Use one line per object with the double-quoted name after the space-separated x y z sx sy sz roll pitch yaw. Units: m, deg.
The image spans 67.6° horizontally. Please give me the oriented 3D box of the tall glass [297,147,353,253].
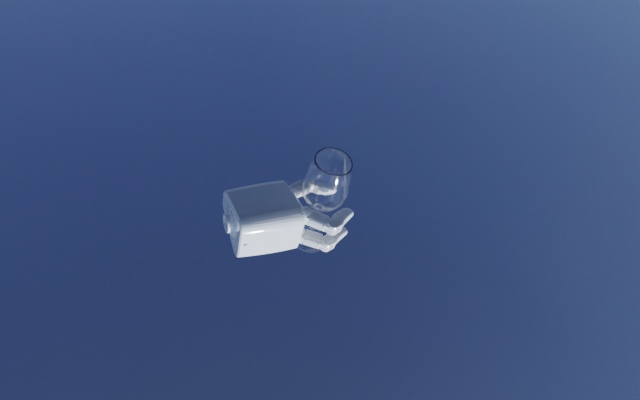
0.000 0.003 0.812 0.079 0.079 0.201 0 -40 -16 "tall glass"
